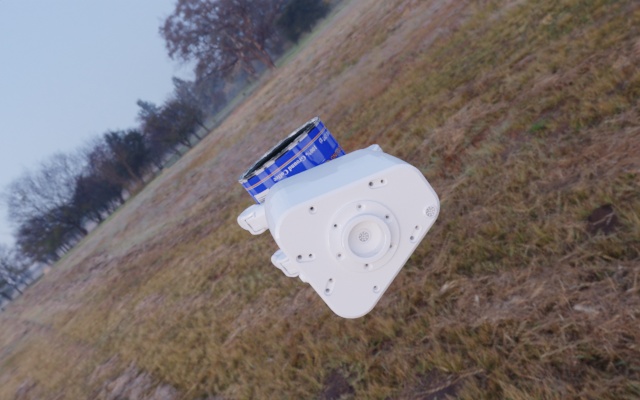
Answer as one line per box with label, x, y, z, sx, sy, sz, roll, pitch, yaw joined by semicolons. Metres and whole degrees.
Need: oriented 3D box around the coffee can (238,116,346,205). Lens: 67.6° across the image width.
coffee can;0.000;0.002;0.488;0.103;0.140;0.102;-36;13;10
